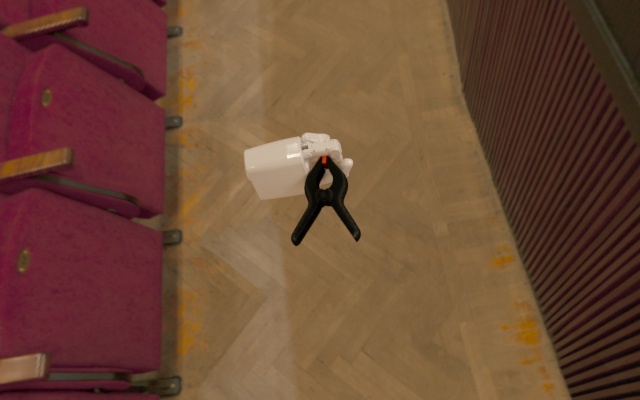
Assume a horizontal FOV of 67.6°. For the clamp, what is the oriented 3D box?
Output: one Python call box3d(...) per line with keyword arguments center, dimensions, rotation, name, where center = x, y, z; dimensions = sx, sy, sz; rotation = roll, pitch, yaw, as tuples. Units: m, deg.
box3d(center=(0.000, 0.002, 0.837), dimensions=(0.120, 0.171, 0.039), rotation=(-11, -27, 5), name="clamp")
